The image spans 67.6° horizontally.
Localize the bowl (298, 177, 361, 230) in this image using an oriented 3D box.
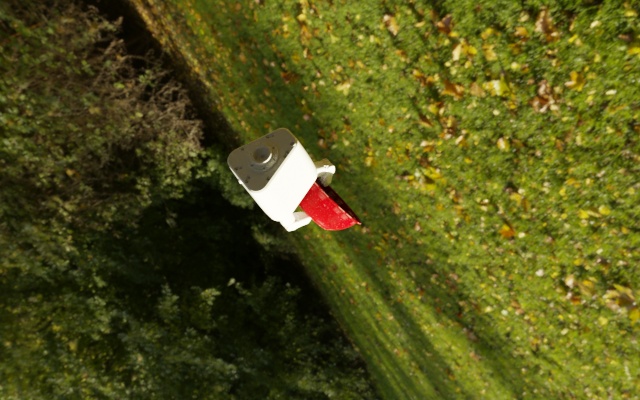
[{"bbox_3d":[0.001,0.004,0.885,0.162,0.055,0.162,44,7,-7],"label":"bowl"}]
